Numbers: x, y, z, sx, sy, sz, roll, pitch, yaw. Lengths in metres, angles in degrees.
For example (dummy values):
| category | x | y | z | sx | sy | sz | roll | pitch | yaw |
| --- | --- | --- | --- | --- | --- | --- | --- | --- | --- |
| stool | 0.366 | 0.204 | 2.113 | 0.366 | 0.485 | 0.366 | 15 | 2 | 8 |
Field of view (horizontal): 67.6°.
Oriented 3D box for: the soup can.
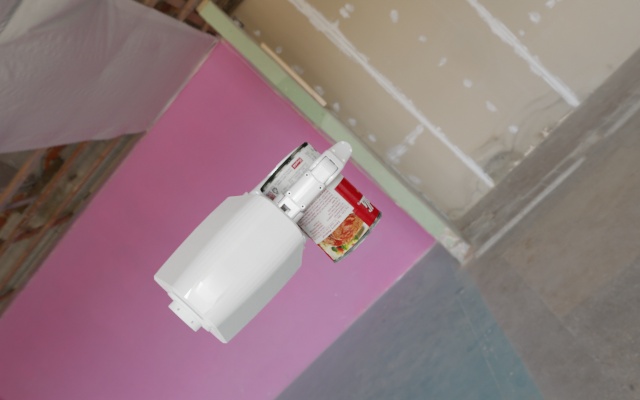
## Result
| category | x | y | z | sx | sy | sz | roll | pitch | yaw |
| --- | --- | --- | --- | --- | --- | --- | --- | --- | --- |
| soup can | 0.000 | 0.001 | 0.463 | 0.102 | 0.068 | 0.068 | 44 | -3 | -3 |
